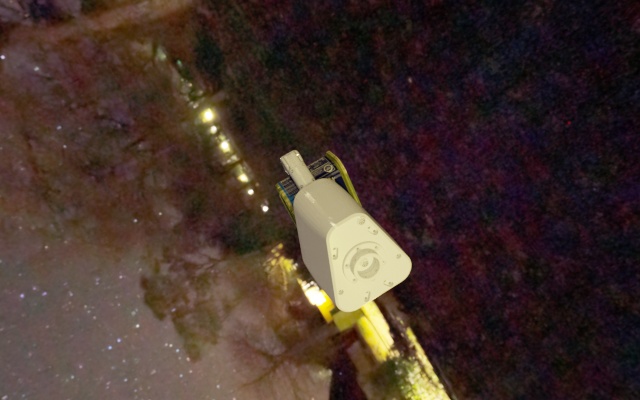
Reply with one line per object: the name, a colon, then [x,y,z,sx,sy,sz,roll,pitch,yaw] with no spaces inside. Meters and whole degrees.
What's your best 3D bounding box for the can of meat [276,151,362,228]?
can of meat: [0.000,0.002,0.616,0.084,0.102,0.057,-31,31,-7]
